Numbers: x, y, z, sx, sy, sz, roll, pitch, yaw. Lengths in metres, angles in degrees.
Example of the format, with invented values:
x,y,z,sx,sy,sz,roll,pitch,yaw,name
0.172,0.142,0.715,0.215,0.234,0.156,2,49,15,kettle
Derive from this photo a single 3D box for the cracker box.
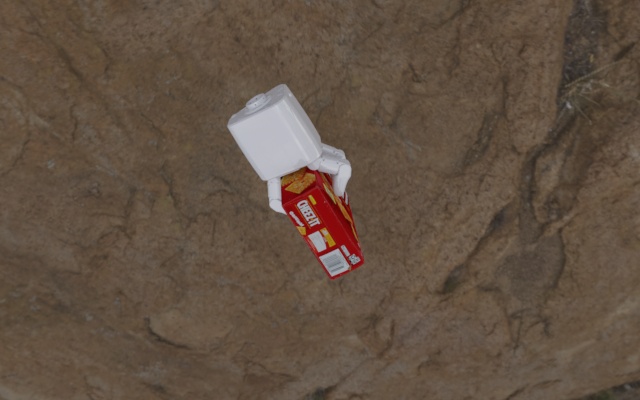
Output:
x,y,z,sx,sy,sz,roll,pitch,yaw,name
0.000,0.003,0.810,0.072,0.164,0.213,-27,28,10,cracker box
